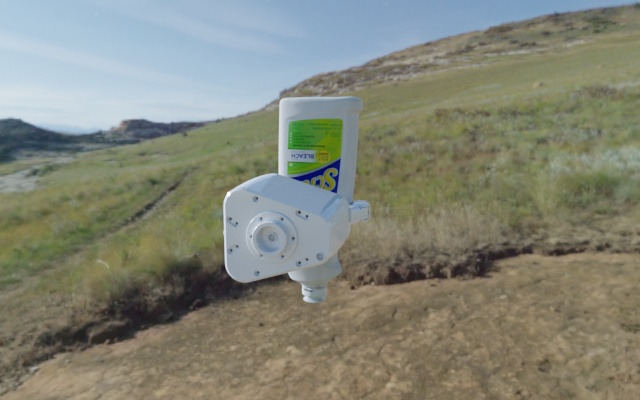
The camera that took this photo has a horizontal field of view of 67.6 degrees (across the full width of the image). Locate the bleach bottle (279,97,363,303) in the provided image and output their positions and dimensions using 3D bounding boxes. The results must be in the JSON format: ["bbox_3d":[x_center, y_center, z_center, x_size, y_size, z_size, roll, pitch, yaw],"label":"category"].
[{"bbox_3d":[0.000,0.002,0.591,0.102,0.251,0.068,1,8,10],"label":"bleach bottle"}]
